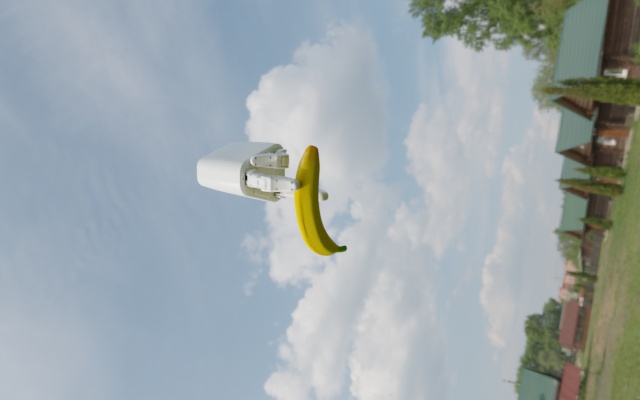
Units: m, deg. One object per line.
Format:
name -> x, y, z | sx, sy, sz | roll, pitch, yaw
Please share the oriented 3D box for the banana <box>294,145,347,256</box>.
banana -> -0.009, 0.015, 0.729 | 0.037, 0.198, 0.069 | 10, 38, 36
